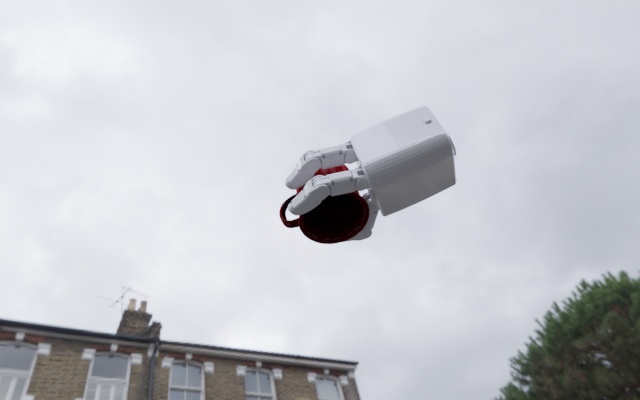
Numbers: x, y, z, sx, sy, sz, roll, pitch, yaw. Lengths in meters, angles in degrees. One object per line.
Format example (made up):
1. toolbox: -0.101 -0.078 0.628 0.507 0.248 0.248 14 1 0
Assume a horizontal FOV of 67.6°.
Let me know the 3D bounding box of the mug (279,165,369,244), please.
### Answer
1. mug: -0.001 0.003 0.644 0.117 0.093 0.081 -21 41 6
